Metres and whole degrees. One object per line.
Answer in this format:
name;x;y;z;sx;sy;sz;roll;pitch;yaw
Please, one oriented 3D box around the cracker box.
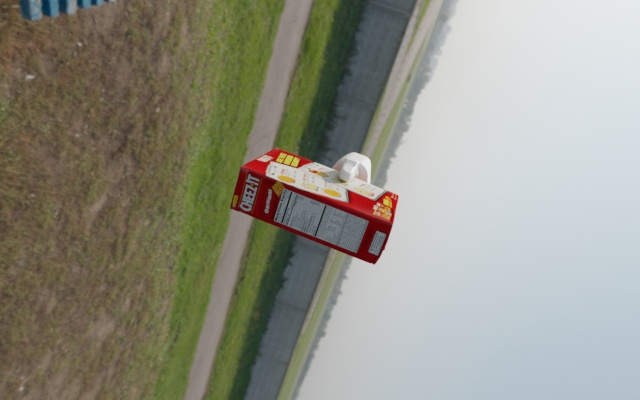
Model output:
cracker box;0.000;0.002;0.693;0.213;0.072;0.164;21;18;6
